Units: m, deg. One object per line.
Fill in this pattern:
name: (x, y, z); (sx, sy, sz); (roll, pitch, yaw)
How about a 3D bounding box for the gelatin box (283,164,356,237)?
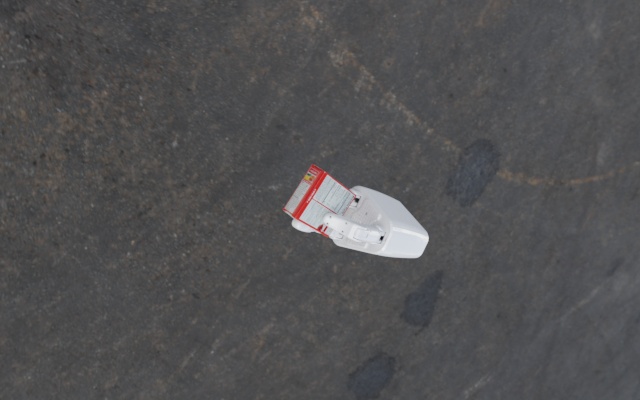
gelatin box: (0.000, 0.002, 0.653); (0.030, 0.073, 0.089); (33, 0, 39)
